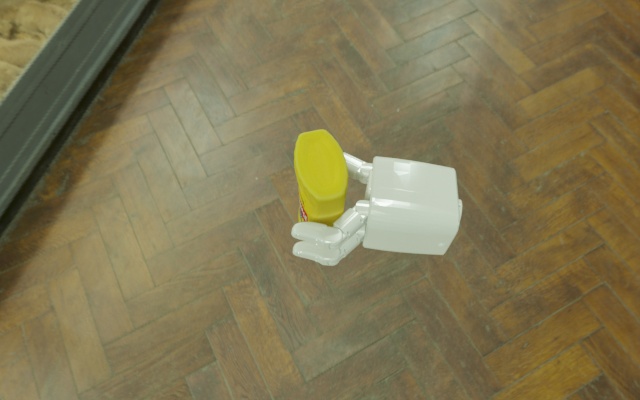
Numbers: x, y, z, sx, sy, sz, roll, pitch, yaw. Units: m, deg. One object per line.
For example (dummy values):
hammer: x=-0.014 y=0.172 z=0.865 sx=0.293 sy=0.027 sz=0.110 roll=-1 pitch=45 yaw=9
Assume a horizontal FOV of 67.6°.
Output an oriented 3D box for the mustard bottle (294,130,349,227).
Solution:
mustard bottle: x=0.000 y=0.002 z=0.610 sx=0.058 sy=0.096 sz=0.192 roll=-13 pitch=-27 yaw=-7
